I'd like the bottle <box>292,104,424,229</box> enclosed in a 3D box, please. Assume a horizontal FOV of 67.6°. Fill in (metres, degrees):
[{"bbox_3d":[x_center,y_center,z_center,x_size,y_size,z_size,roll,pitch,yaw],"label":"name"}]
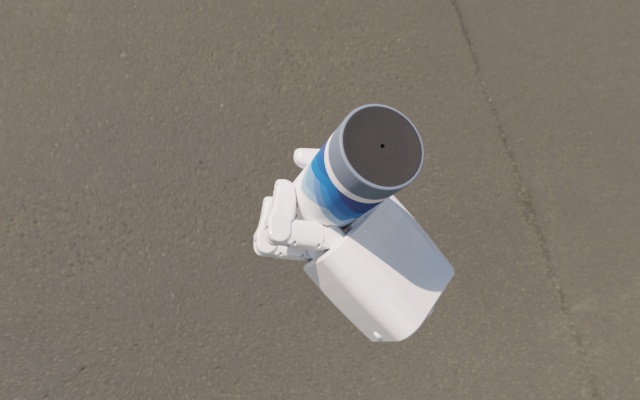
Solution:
[{"bbox_3d":[0.000,0.001,0.474,0.069,0.069,0.296,0,-16,-18],"label":"bottle"}]
